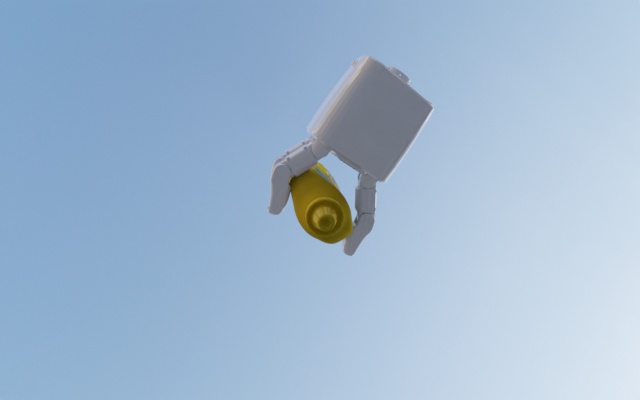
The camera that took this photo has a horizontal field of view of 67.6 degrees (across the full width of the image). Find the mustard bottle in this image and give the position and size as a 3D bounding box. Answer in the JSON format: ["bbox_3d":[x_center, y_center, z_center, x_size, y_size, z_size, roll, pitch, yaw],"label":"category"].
[{"bbox_3d":[0.000,0.002,0.572,0.058,0.096,0.191,-31,13,3],"label":"mustard bottle"}]
